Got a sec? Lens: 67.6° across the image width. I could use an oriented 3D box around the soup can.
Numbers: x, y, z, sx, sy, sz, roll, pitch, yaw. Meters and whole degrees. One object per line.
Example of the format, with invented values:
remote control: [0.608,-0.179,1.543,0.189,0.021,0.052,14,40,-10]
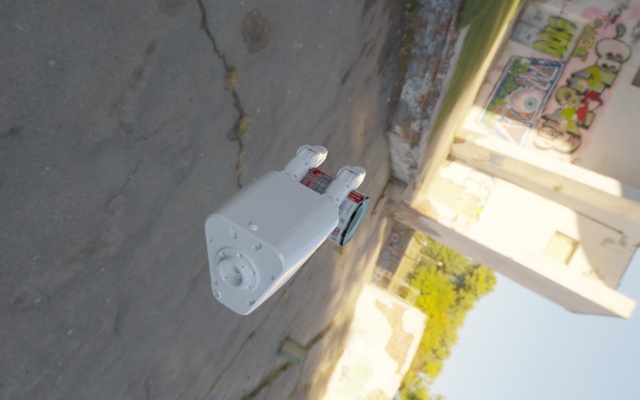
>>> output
soup can: [0.001,0.002,0.575,0.102,0.068,0.068,29,8,14]
